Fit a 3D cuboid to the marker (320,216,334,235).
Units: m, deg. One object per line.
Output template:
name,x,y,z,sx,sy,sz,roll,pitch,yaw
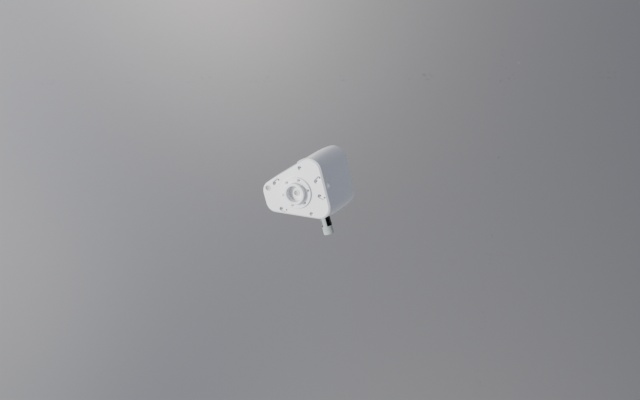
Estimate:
marker,0.000,0.003,0.860,0.020,0.121,0.020,-15,9,3
